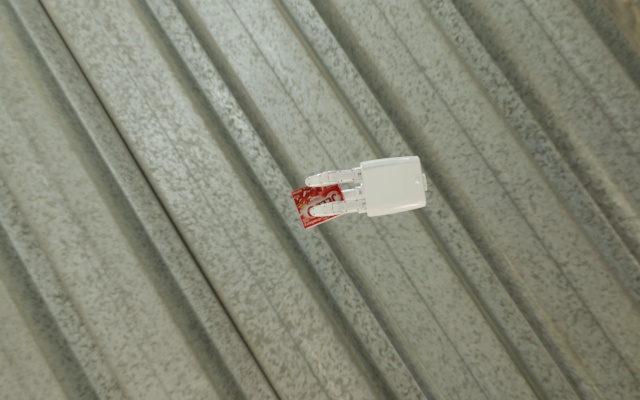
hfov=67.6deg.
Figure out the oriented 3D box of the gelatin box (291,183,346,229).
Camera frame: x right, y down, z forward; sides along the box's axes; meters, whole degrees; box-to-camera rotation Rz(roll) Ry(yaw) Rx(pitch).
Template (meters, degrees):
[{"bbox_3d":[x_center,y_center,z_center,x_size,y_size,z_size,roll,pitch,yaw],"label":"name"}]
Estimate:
[{"bbox_3d":[0.000,0.003,0.880,0.089,0.073,0.030,-22,-6,8],"label":"gelatin box"}]
